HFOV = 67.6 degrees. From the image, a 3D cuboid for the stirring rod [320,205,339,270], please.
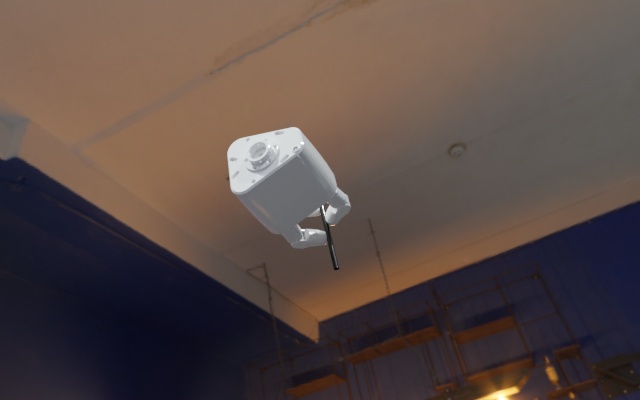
[{"bbox_3d":[0.000,0.002,0.746,0.011,0.239,0.011,-9,-37,-7],"label":"stirring rod"}]
